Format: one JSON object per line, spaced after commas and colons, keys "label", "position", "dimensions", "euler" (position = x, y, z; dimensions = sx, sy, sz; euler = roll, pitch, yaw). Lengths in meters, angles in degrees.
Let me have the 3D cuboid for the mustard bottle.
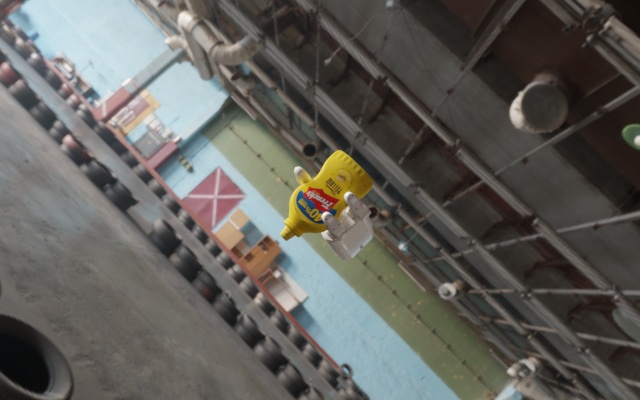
{"label": "mustard bottle", "position": [0.000, 0.003, 0.883], "dimensions": [0.191, 0.096, 0.058], "euler": [-44, -9, -9]}
